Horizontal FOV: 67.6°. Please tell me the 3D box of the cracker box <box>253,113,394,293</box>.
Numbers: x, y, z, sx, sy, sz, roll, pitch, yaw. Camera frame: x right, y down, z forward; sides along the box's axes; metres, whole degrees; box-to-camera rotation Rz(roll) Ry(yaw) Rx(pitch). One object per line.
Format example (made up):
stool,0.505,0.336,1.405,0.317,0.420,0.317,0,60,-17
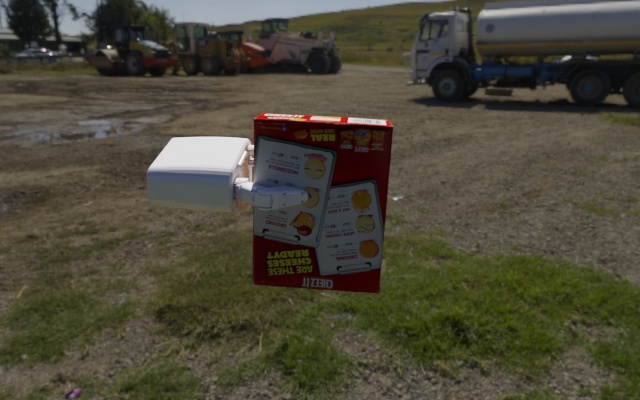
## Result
cracker box,0.000,0.002,0.604,0.164,0.214,0.072,3,17,4
